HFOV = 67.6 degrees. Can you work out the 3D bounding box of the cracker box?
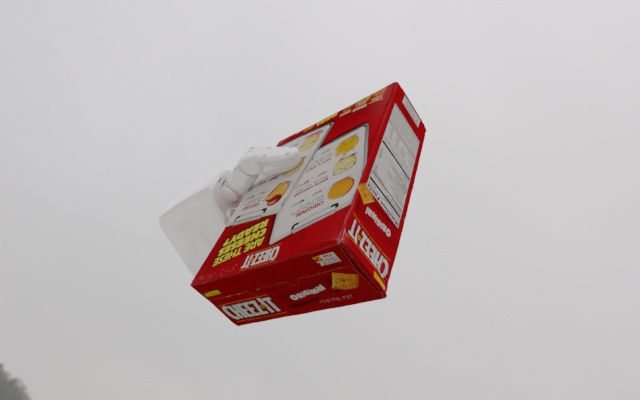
[{"bbox_3d":[0.000,0.001,0.440,0.164,0.072,0.213,-21,32,36],"label":"cracker box"}]
